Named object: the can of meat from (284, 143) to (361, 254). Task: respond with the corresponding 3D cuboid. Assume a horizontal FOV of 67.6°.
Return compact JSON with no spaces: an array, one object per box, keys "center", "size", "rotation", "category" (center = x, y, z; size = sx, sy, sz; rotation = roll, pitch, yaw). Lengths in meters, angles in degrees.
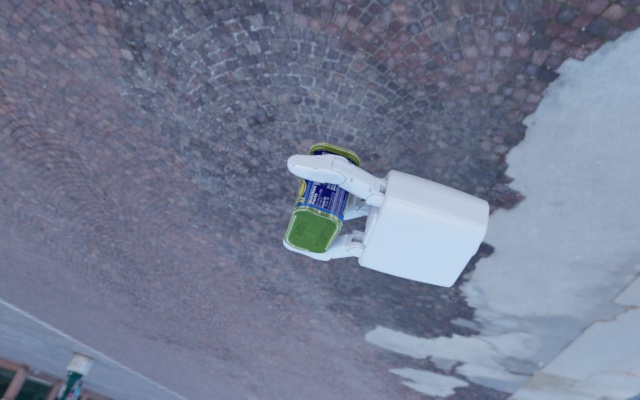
[{"center":[0.000,0.002,0.523],"size":[0.057,0.084,0.102],"rotation":[18,-30,-3],"category":"can of meat"}]
